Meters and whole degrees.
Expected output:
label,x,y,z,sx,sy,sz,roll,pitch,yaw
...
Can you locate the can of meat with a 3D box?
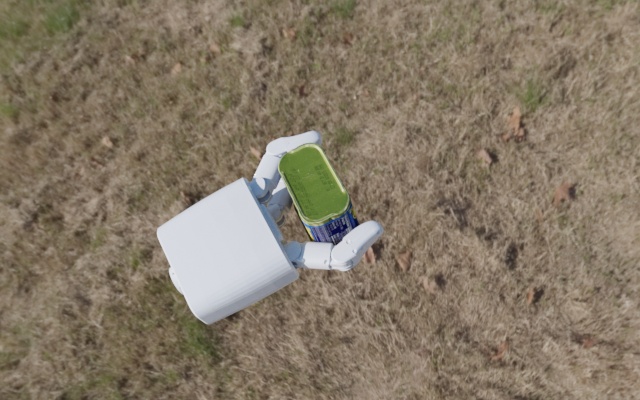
label,x,y,z,sx,sy,sz,roll,pitch,yaw
can of meat,0.000,0.002,0.502,0.057,0.102,0.084,-27,-33,-2
